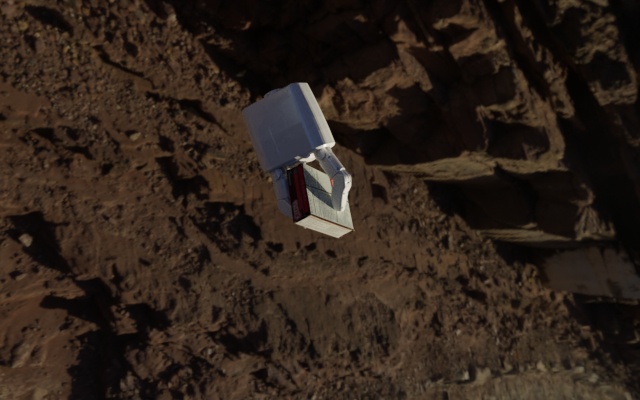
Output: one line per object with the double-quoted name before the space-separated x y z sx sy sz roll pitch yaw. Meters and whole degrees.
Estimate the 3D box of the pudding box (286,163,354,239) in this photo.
"pudding box" 0.000 0.002 0.737 0.039 0.090 0.113 -27 -32 33
